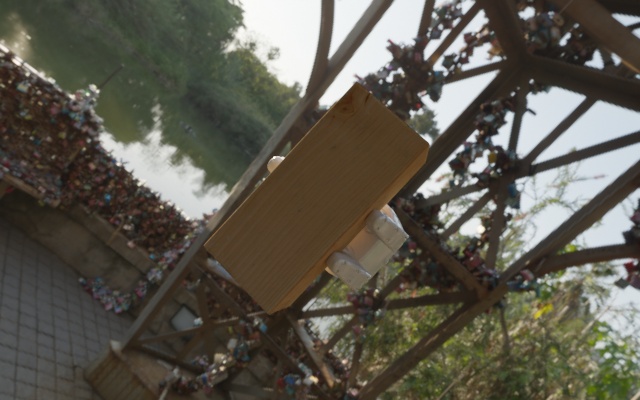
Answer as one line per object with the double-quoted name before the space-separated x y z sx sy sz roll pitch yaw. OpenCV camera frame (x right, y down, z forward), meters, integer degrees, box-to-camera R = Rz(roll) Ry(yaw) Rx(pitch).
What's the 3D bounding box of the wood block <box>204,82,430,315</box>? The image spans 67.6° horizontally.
"wood block" 0.000 0.001 0.466 0.091 0.206 0.090 43 2 12
